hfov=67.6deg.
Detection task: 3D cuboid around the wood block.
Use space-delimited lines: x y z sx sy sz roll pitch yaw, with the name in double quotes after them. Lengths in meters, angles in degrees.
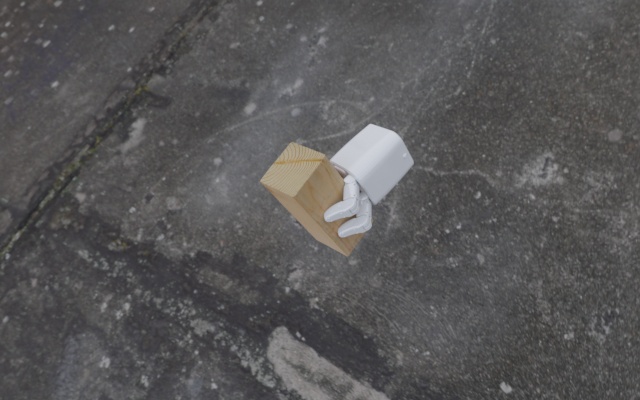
0.000 0.002 0.847 0.090 0.090 0.206 26 -17 42 "wood block"
